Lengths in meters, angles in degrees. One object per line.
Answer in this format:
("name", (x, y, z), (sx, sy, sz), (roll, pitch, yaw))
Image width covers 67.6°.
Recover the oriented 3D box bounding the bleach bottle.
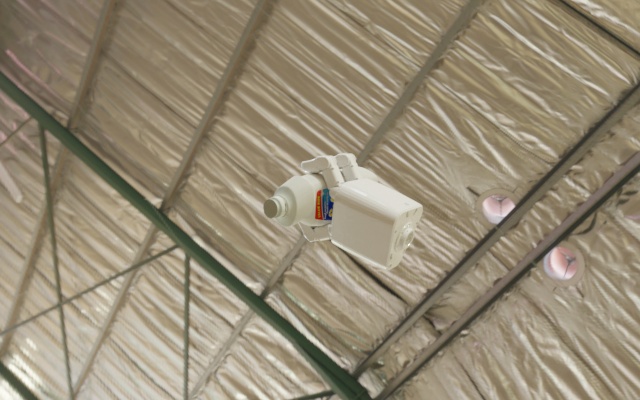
("bleach bottle", (0.000, 0.002, 0.782), (0.068, 0.103, 0.251), (27, 23, 30))
